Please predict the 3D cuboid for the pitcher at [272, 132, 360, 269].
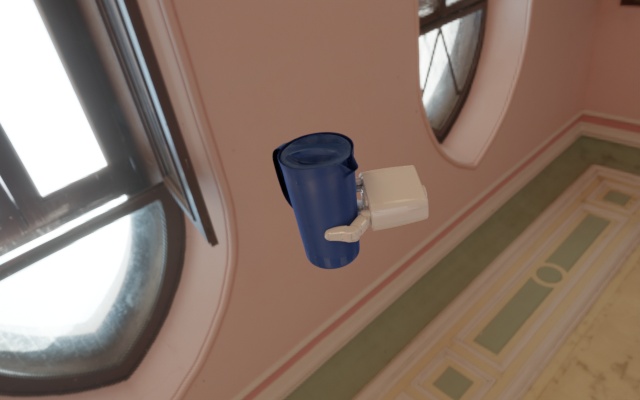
[{"bbox_3d":[0.000,0.003,0.889,0.145,0.243,0.149,-11,34,-2],"label":"pitcher"}]
